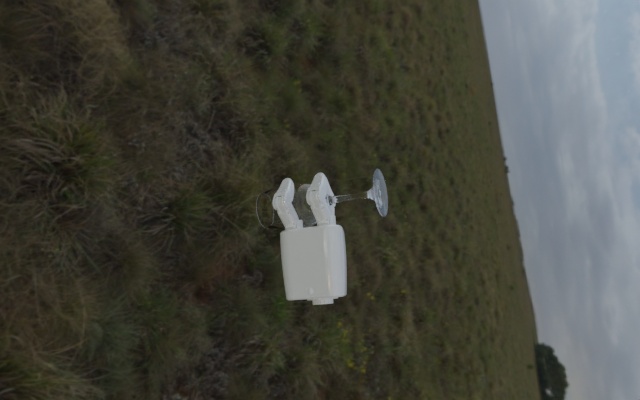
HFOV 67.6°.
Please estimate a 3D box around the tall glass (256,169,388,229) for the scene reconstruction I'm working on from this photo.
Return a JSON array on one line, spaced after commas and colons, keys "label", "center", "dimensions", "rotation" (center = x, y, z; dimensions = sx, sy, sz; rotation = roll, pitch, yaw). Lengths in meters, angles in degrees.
[{"label": "tall glass", "center": [0.001, 0.002, 0.757], "dimensions": [0.201, 0.079, 0.079], "rotation": [-8, -3, 21]}]
